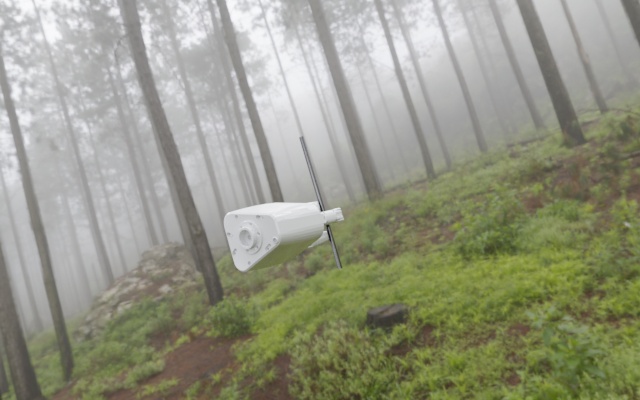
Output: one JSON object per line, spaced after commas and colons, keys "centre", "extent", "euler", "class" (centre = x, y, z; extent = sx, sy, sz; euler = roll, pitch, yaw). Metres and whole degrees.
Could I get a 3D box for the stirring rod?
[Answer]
{"centre": [0.000, 0.003, 0.831], "extent": [0.011, 0.239, 0.011], "euler": [-16, -5, -2], "class": "stirring rod"}
